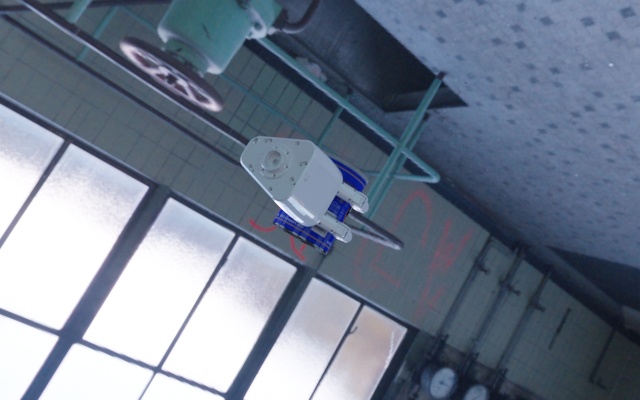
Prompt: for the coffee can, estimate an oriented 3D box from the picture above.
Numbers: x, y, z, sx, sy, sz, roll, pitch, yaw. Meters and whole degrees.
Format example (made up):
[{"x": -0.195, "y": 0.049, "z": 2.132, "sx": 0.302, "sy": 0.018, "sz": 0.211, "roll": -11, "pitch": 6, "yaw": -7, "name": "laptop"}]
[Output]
[{"x": 0.000, "y": 0.002, "z": 0.778, "sx": 0.103, "sy": 0.140, "sz": 0.103, "roll": 30, "pitch": -7, "yaw": 4, "name": "coffee can"}]
